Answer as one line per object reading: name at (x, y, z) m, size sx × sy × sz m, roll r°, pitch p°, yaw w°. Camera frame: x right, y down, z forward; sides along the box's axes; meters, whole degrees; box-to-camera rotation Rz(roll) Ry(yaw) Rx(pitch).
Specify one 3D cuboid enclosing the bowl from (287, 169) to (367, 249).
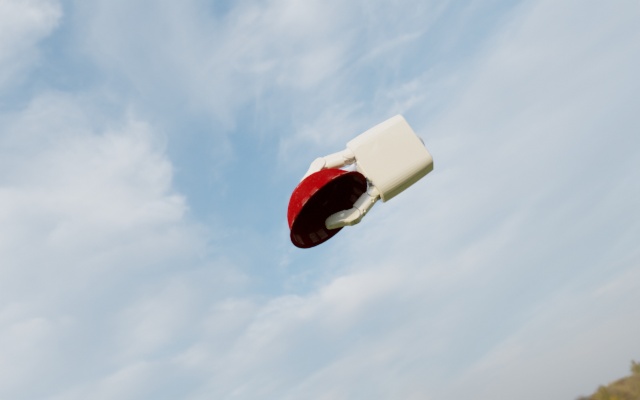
bowl at (-0.001, 0.003, 0.788) m, size 0.055 × 0.162 × 0.162 m, roll 44°, pitch 25°, yaw 29°
